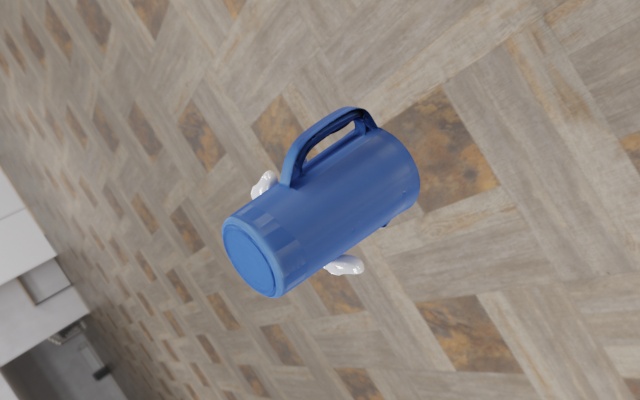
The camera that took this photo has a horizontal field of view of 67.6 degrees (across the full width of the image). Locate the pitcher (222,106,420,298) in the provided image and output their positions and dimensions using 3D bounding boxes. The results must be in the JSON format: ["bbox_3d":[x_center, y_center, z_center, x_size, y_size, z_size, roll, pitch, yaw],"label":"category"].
[{"bbox_3d":[0.000,0.002,0.592,0.242,0.149,0.145,-34,-9,-33],"label":"pitcher"}]
